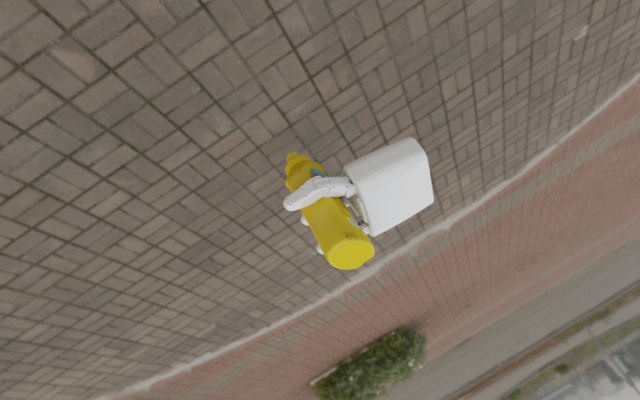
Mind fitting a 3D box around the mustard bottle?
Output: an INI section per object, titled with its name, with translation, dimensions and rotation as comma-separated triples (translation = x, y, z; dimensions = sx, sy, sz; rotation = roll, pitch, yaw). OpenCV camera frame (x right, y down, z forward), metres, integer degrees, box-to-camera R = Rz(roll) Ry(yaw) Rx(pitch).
[mustard bottle]
translation = 0.000, 0.003, 0.663
dimensions = 0.058, 0.191, 0.096
rotation = -40, -32, 14
